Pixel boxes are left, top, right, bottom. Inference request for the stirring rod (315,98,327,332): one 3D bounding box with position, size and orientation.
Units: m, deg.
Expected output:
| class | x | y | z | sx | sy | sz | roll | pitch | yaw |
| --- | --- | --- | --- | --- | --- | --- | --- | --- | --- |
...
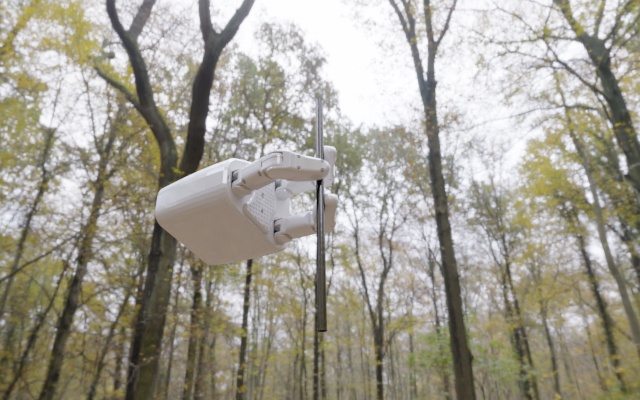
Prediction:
| class | x | y | z | sx | sy | sz | roll | pitch | yaw |
| --- | --- | --- | --- | --- | --- | --- | --- | --- | --- |
| stirring rod | 0.000 | 0.002 | 0.452 | 0.011 | 0.239 | 0.011 | -1 | -27 | 0 |
